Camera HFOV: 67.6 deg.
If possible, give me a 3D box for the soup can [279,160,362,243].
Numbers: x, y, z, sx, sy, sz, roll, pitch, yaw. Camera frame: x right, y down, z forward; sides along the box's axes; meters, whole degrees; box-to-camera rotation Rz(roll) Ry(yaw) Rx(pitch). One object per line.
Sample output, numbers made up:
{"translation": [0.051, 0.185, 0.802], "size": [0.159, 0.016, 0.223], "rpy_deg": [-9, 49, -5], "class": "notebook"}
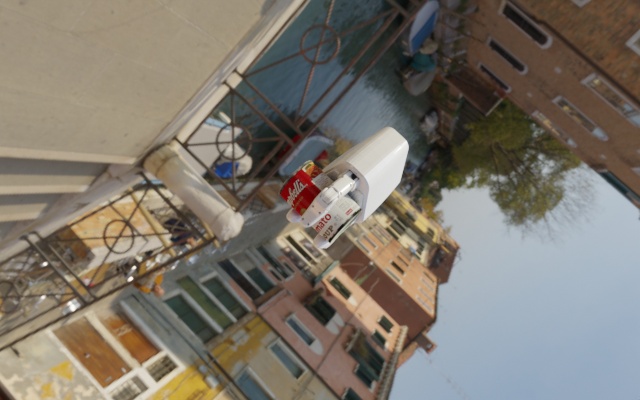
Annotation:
{"translation": [0.000, 0.003, 0.675], "size": [0.102, 0.068, 0.068], "rpy_deg": [44, 8, 8], "class": "soup can"}
